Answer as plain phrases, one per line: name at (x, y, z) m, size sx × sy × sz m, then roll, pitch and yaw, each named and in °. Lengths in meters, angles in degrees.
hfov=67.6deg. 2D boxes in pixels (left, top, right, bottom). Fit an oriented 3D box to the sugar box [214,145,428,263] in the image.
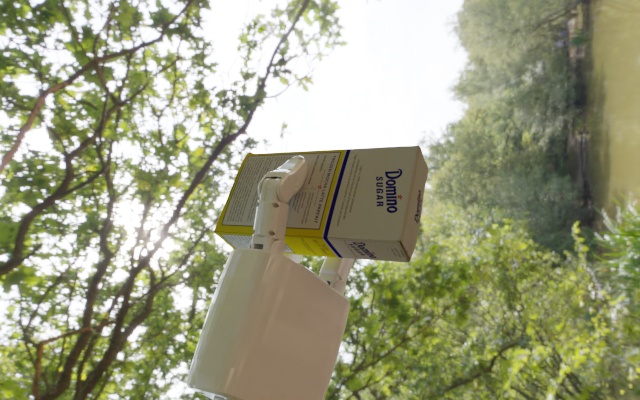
sugar box at (0.000, 0.002, 0.425) m, size 0.176 × 0.093 × 0.048 m, roll 3°, pitch -30°, yaw 26°
